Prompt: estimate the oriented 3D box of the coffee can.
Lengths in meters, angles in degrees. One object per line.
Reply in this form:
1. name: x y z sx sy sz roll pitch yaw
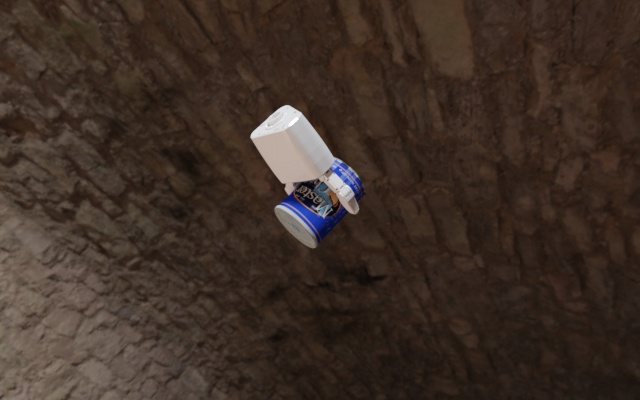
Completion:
1. coffee can: 0.000 0.003 0.880 0.140 0.103 0.103 -46 18 -18
